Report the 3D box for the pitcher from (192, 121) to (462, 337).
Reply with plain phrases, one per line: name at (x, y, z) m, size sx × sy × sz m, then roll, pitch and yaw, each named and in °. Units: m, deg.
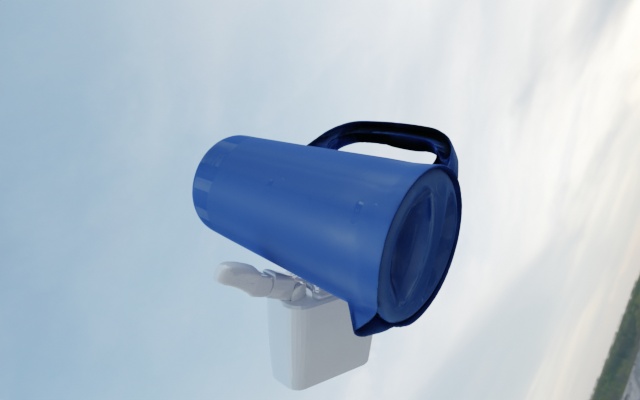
pitcher at (0.000, 0.002, 0.445) m, size 0.243 × 0.145 × 0.149 m, roll 18°, pitch 27°, yaw 37°
